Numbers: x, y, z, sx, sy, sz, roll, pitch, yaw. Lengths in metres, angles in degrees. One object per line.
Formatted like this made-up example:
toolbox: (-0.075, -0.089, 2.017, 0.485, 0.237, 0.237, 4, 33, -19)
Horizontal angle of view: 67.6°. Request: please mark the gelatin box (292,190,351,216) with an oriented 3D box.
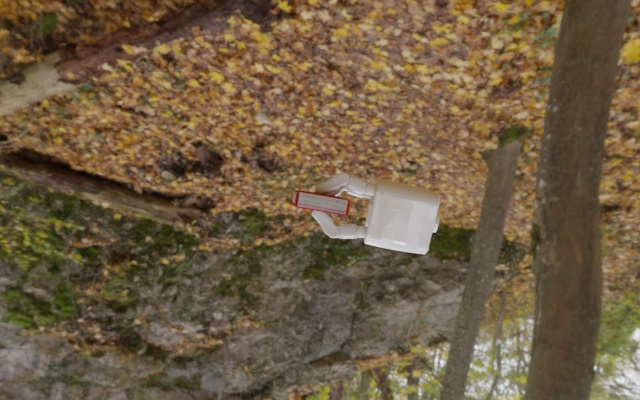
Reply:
gelatin box: (0.000, 0.003, 0.802, 0.089, 0.030, 0.073, 9, 2, -8)
